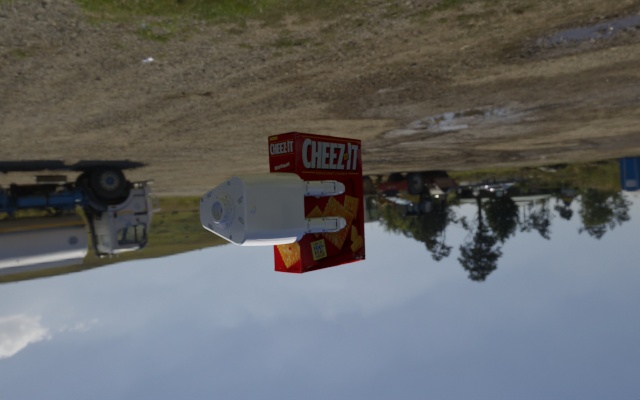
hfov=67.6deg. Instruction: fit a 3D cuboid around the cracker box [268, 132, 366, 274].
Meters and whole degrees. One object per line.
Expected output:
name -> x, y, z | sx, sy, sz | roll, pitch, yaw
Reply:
cracker box -> 0.000, 0.003, 0.782 | 0.072, 0.213, 0.164 | -2, 0, 42
